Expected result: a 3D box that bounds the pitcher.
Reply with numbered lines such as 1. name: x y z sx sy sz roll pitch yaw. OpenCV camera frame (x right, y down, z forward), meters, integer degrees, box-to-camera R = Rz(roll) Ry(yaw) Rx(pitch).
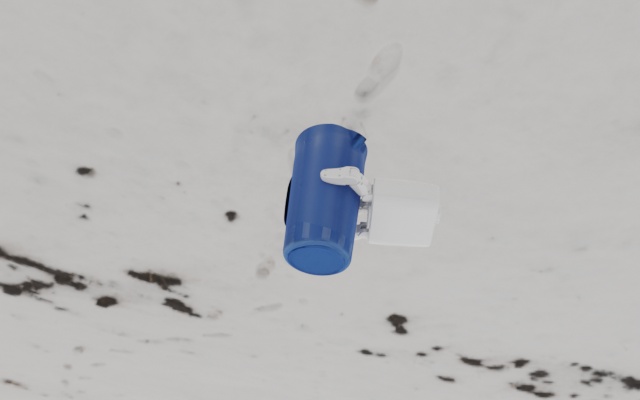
1. pitcher: 0.000 0.003 0.813 0.145 0.242 0.149 5 -36 5
